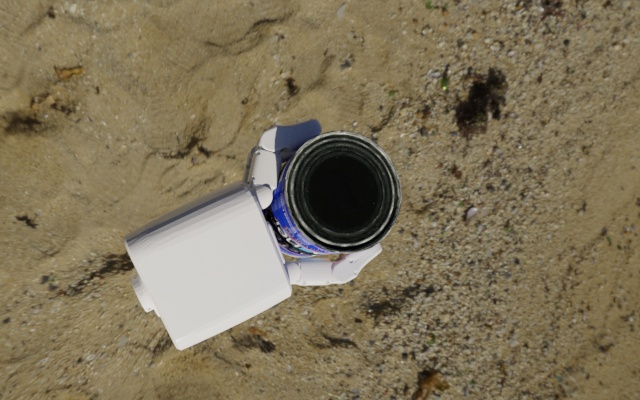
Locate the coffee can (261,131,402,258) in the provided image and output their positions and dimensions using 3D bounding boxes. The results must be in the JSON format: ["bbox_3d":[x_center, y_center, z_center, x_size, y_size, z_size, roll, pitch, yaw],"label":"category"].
[{"bbox_3d":[0.000,0.001,0.456,0.103,0.103,0.140,0,-8,-17],"label":"coffee can"}]
